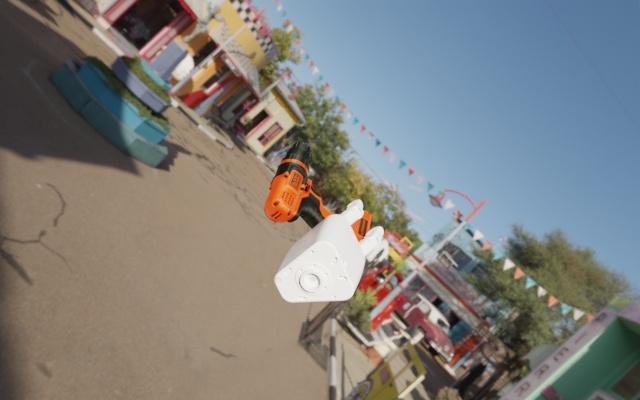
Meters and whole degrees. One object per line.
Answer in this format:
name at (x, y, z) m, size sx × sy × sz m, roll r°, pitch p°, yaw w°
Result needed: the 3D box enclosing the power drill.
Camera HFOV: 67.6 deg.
power drill at (0.000, 0.003, 0.811) m, size 0.188 × 0.184 × 0.057 m, roll 37°, pitch -48°, yaw -18°
